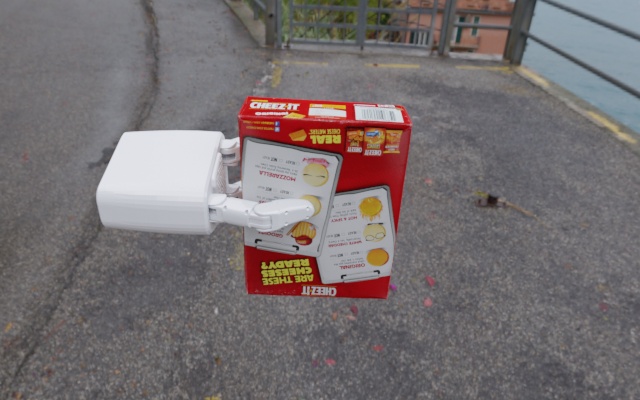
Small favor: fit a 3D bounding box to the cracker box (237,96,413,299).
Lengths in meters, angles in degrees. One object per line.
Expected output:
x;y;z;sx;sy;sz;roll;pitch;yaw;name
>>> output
0.000;0.002;0.516;0.164;0.214;0.072;2;30;0;cracker box
